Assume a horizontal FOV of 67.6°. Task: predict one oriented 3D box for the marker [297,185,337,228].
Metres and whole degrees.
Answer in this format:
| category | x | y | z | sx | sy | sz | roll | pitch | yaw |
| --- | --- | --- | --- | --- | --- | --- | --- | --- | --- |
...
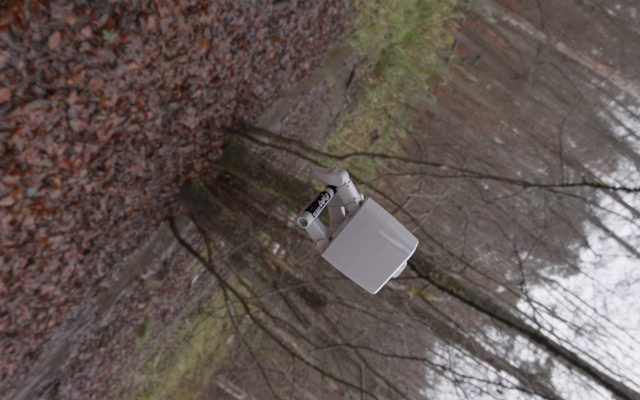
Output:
| category | x | y | z | sx | sy | sz | roll | pitch | yaw |
| --- | --- | --- | --- | --- | --- | --- | --- | --- | --- |
| marker | 0.000 | 0.002 | 0.694 | 0.020 | 0.020 | 0.121 | 0 | 27 | 27 |
